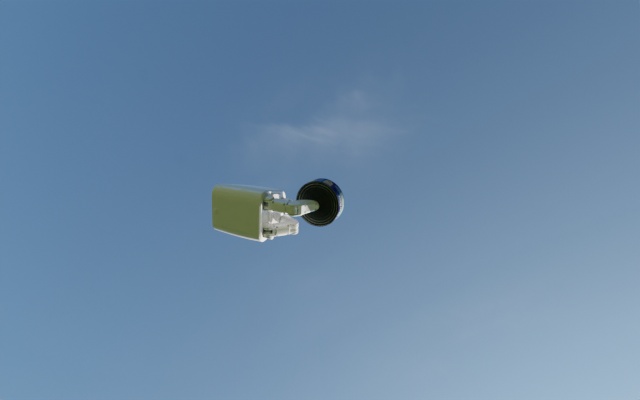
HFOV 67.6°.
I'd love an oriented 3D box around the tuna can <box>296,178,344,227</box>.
[{"bbox_3d":[0.000,0.003,0.882,0.086,0.086,0.033,0,15,24],"label":"tuna can"}]
